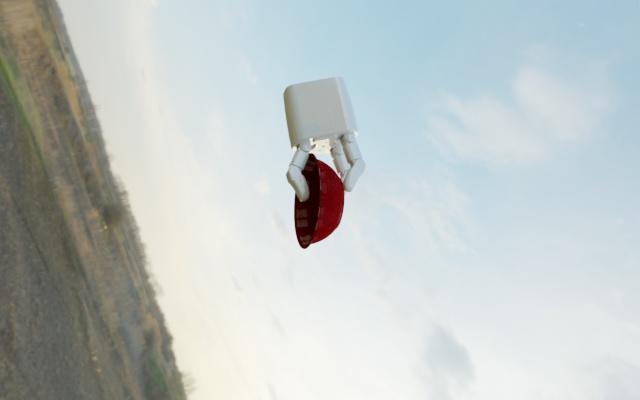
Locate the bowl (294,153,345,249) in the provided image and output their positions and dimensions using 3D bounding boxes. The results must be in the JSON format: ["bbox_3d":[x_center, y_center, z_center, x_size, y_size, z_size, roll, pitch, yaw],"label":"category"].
[{"bbox_3d":[0.000,0.004,0.806,0.055,0.162,0.162,5,-1,-17],"label":"bowl"}]
